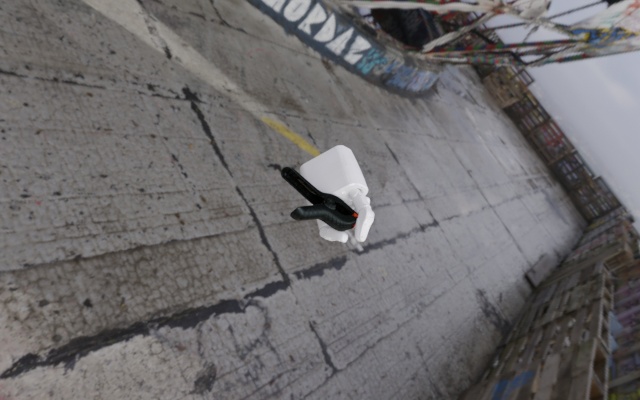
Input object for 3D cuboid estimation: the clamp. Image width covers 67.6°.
[{"bbox_3d":[0.001,0.003,0.844,0.039,0.120,0.171,-39,-40,28],"label":"clamp"}]
